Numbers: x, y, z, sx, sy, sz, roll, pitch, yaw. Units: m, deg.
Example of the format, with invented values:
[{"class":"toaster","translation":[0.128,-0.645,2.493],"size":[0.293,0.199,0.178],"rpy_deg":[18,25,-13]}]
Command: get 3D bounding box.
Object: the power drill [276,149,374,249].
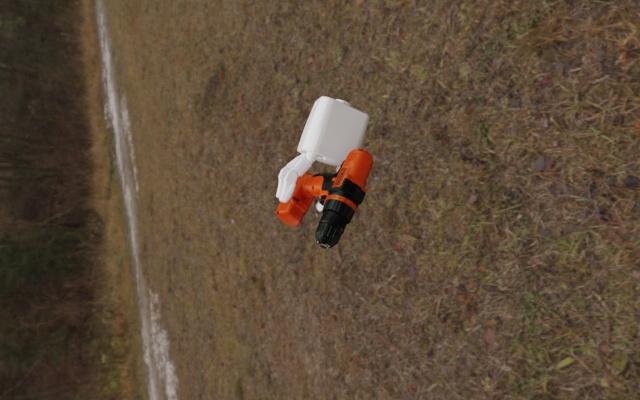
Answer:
[{"class":"power drill","translation":[0.000,0.003,0.840],"size":[0.057,0.184,0.187],"rpy_deg":[39,-26,-28]}]
